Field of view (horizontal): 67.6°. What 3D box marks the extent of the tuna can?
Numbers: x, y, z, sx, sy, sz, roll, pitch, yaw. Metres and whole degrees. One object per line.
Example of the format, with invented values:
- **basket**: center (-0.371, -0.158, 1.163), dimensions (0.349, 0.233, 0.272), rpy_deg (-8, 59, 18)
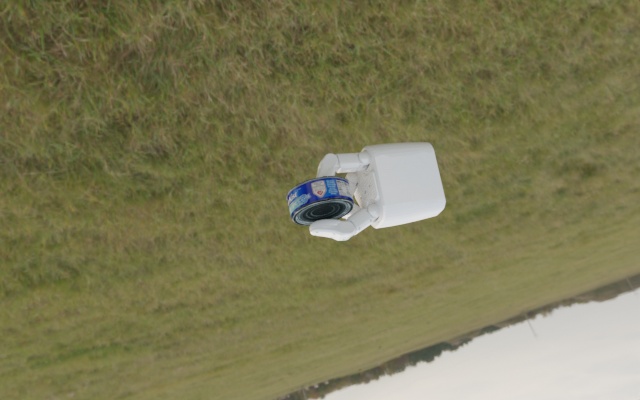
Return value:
- **tuna can**: center (0.000, 0.003, 0.627), dimensions (0.086, 0.033, 0.086), rpy_deg (-12, -22, -5)
